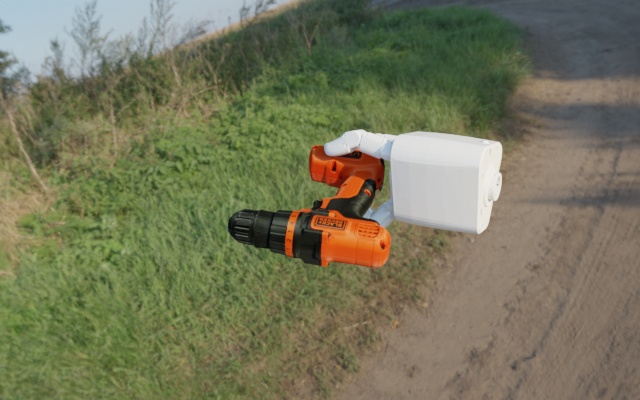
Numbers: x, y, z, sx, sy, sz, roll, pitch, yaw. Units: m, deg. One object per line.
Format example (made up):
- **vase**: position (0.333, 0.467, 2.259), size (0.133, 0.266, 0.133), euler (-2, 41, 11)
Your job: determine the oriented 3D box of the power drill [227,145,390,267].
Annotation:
- **power drill**: position (0.000, 0.002, 0.586), size (0.184, 0.057, 0.187), euler (10, 39, 9)
